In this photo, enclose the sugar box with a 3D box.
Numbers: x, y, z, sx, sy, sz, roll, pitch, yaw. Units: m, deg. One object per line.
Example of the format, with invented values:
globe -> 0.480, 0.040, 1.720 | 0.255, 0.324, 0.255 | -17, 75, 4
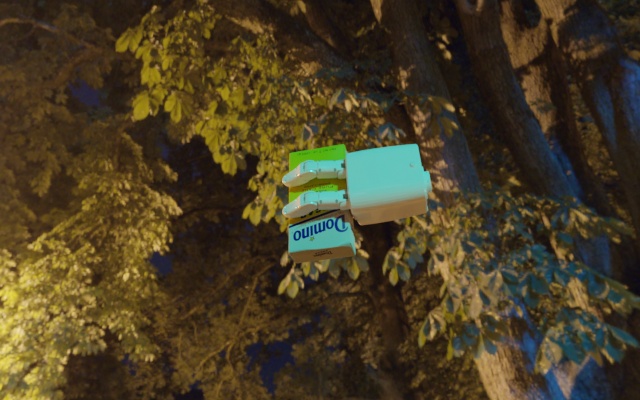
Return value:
sugar box -> 0.000, 0.002, 0.722 | 0.093, 0.176, 0.048 | -9, -34, 11
